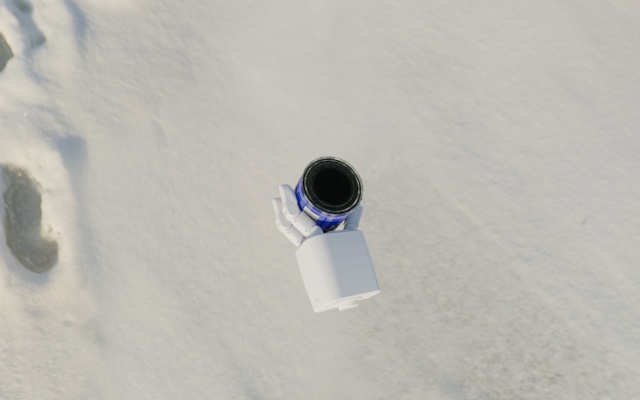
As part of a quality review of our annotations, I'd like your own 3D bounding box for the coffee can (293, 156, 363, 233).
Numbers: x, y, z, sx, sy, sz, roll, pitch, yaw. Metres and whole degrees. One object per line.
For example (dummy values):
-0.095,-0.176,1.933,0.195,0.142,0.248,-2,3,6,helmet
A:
0.000,0.003,0.808,0.103,0.102,0.140,0,-23,-17,coffee can
